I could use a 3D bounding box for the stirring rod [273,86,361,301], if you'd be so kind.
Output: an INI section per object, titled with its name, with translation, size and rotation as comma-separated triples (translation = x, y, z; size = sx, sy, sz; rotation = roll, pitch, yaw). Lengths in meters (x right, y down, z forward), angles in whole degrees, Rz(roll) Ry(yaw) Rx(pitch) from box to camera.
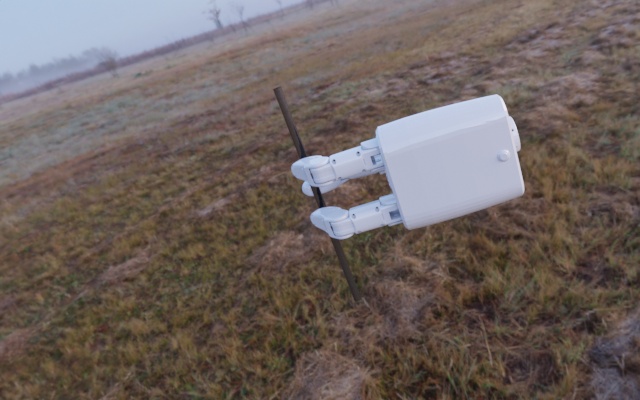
[stirring rod]
translation = 0.000, 0.002, 0.484
size = 0.011, 0.240, 0.011
rotation = -19, 19, 7
